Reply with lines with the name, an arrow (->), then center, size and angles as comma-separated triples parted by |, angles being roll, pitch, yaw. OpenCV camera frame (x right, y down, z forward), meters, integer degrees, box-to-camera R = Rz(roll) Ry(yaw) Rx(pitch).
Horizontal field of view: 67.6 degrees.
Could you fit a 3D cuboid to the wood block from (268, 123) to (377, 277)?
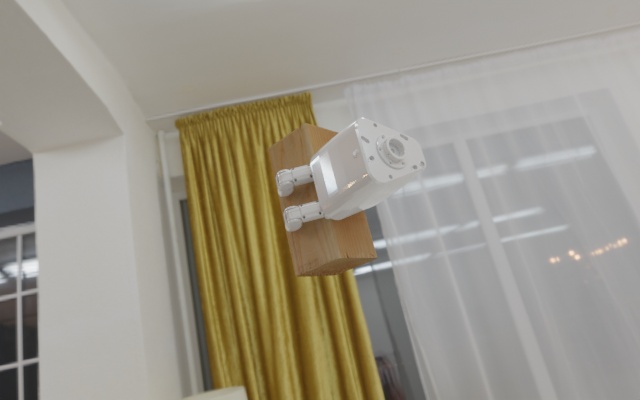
wood block -> 0.001, 0.002, 0.716 | 0.090, 0.206, 0.091 | -29, -24, 37
